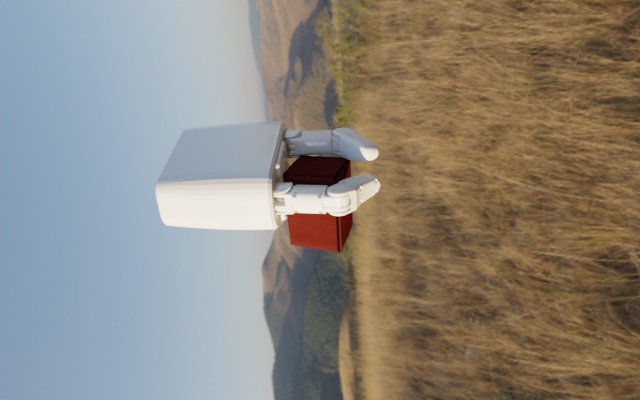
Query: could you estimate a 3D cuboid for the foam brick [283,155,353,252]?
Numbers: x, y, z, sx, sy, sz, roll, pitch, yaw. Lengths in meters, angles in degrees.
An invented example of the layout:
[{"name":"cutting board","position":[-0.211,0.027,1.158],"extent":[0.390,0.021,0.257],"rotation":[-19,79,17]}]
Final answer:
[{"name":"foam brick","position":[0.000,0.002,0.460],"extent":[0.051,0.078,0.053],"rotation":[4,26,16]}]
